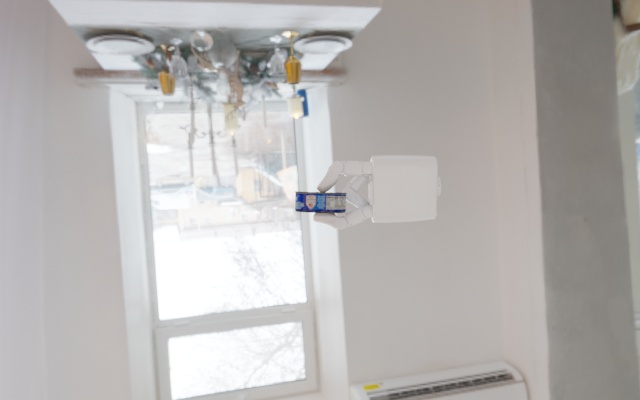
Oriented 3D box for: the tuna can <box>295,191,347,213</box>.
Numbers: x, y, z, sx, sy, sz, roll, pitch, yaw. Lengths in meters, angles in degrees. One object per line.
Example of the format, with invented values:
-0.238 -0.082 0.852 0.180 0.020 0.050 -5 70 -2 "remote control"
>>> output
0.000 0.003 0.789 0.086 0.034 0.086 2 1 0 "tuna can"
